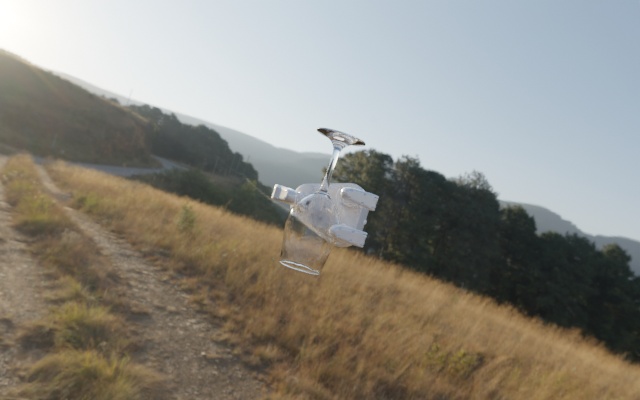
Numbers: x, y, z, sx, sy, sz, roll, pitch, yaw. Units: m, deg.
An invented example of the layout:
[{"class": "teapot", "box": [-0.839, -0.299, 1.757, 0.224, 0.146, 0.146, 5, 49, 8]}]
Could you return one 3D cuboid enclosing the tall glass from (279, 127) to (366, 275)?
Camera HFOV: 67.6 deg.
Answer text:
[{"class": "tall glass", "box": [0.000, 0.002, 0.689, 0.079, 0.201, 0.079, 18, -2, 1]}]
